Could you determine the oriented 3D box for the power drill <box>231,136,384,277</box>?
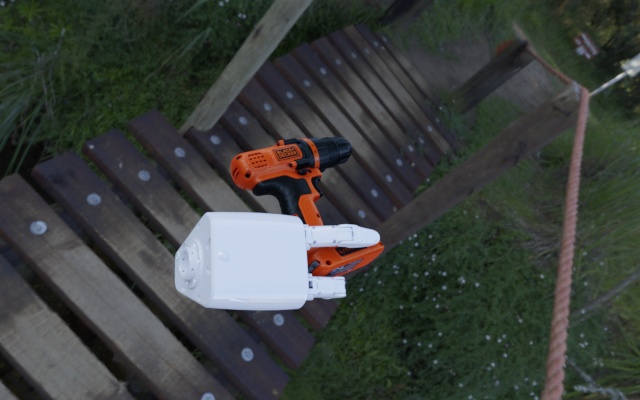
[{"bbox_3d":[0.000,0.002,0.608,0.184,0.187,0.057,-17,-24,-34],"label":"power drill"}]
